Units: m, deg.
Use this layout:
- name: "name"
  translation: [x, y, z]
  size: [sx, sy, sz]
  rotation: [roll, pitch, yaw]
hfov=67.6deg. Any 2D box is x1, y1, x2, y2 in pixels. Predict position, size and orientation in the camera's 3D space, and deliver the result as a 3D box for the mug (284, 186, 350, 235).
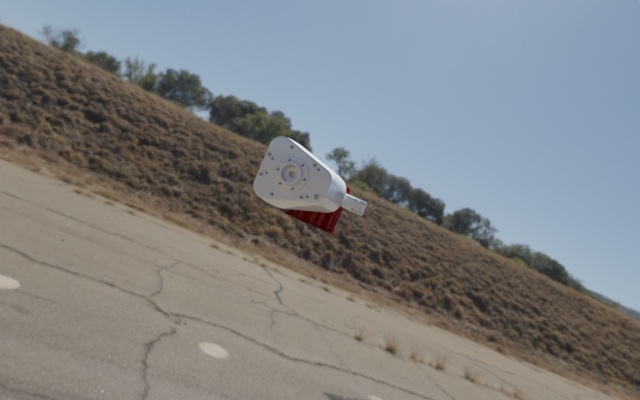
- name: "mug"
  translation: [0.001, 0.003, 0.809]
  size: [0.093, 0.081, 0.117]
  rotation: [23, -1, 13]
